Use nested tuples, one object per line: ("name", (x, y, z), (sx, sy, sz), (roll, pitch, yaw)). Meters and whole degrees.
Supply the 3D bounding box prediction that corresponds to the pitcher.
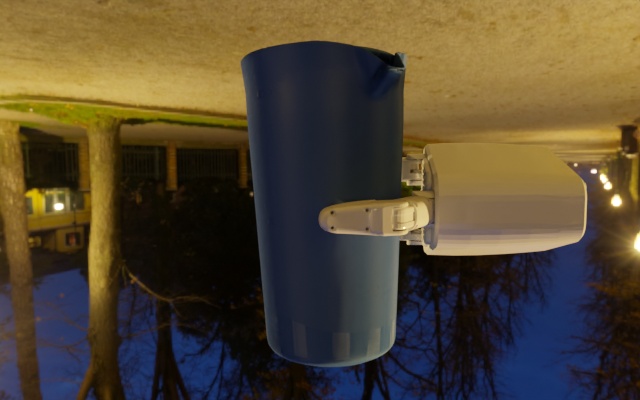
("pitcher", (0.000, 0.001, 0.403), (0.145, 0.243, 0.149), (-1, 4, 8))
